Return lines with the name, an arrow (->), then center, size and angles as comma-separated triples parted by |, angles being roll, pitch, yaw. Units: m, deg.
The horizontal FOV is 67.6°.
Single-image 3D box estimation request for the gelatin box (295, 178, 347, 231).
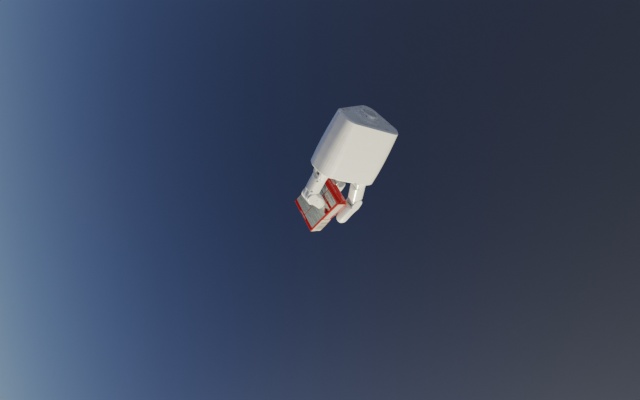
gelatin box -> 0.000, 0.003, 0.890 | 0.030, 0.073, 0.089 | 1, -38, -47
